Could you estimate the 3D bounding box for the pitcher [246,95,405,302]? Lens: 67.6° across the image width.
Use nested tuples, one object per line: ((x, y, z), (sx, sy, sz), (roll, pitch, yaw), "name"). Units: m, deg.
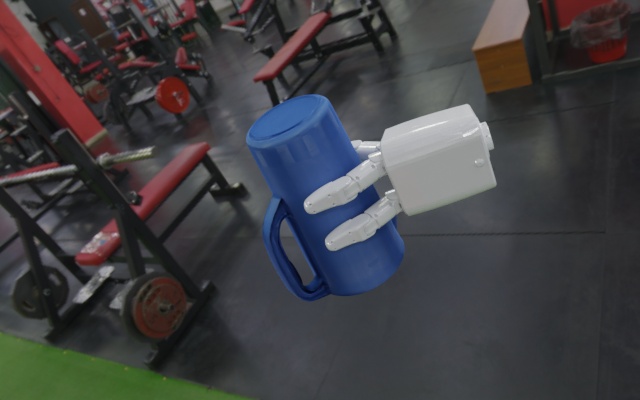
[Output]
((0.000, 0.002, 0.601), (0.145, 0.243, 0.149), (-17, 32, 18), "pitcher")
